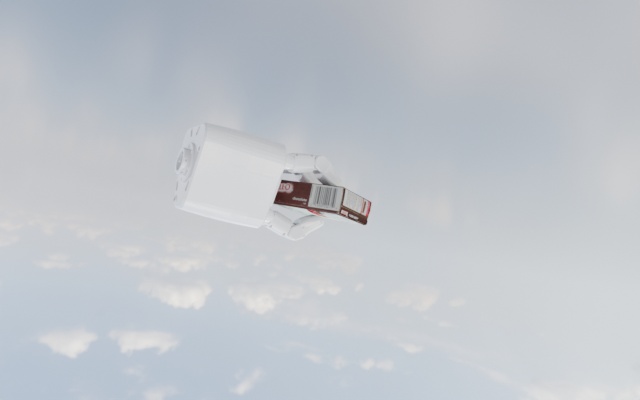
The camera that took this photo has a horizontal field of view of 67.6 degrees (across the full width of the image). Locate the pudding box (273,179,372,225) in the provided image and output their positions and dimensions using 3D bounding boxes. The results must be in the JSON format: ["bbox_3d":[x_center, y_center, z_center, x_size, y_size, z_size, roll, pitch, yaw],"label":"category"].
[{"bbox_3d":[0.000,0.002,0.654,0.113,0.039,0.090,10,-6,31],"label":"pudding box"}]
